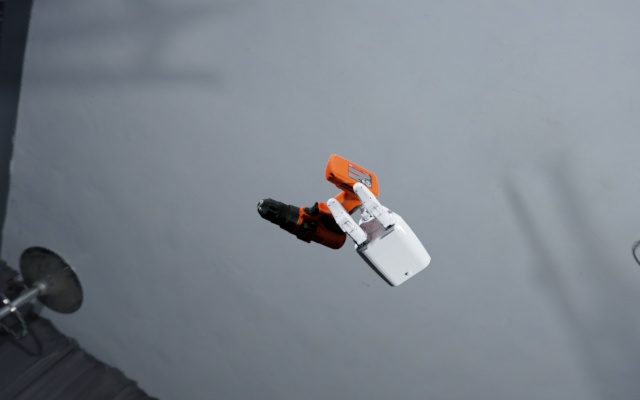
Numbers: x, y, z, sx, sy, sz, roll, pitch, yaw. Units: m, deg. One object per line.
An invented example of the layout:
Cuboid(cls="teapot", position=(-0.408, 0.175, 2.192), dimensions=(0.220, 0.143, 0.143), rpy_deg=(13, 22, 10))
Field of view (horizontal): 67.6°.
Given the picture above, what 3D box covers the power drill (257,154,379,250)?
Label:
Cuboid(cls="power drill", position=(0.001, 0.003, 0.861), dimensions=(0.184, 0.057, 0.188), rpy_deg=(23, -47, -21))
